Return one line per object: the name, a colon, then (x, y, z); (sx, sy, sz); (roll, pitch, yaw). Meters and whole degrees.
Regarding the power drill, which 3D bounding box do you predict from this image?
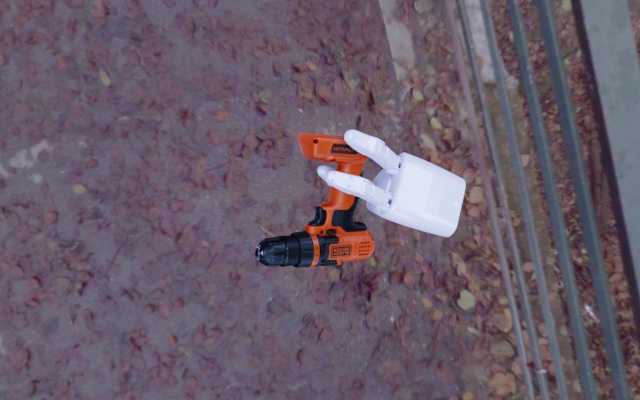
power drill: (0.000, 0.002, 0.669); (0.184, 0.188, 0.057); (-2, 15, -31)
